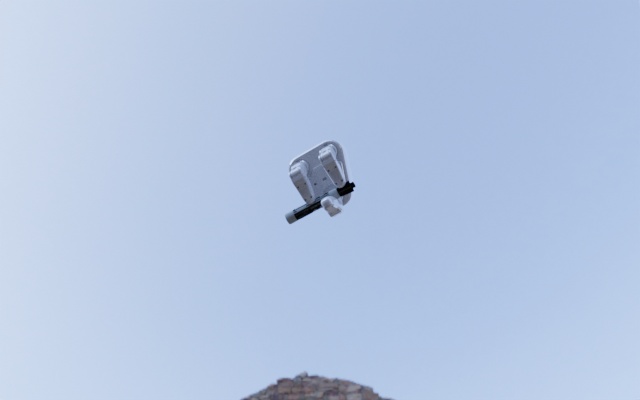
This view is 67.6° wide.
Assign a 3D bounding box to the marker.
[{"bbox_3d":[0.000,0.002,0.748,0.121,0.020,0.020,-28,-6,10],"label":"marker"}]
